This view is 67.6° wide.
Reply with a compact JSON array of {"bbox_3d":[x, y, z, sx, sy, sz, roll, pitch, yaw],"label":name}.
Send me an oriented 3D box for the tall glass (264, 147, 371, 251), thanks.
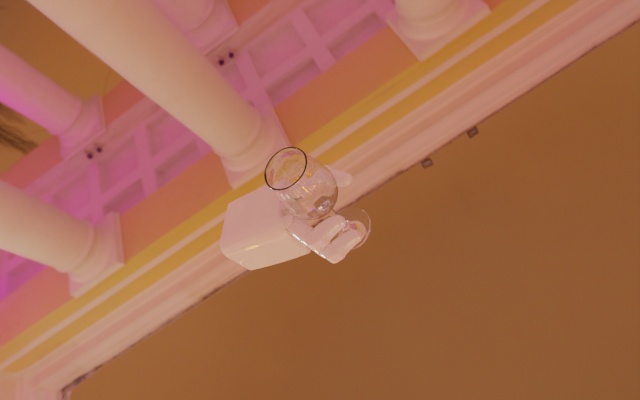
[{"bbox_3d":[0.001,0.002,0.670,0.079,0.079,0.201,0,-26,29],"label":"tall glass"}]
